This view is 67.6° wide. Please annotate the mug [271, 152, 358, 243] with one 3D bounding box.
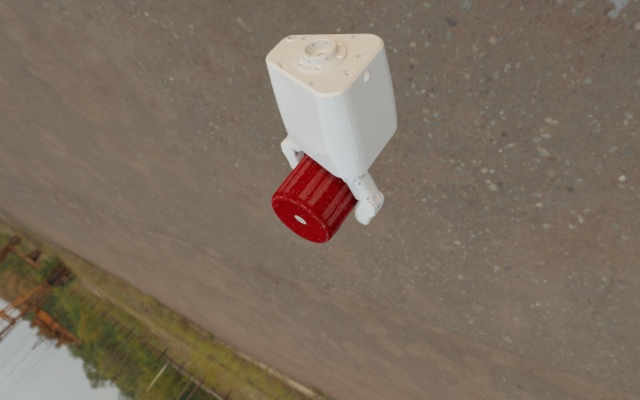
[{"bbox_3d":[0.000,0.003,0.559,0.093,0.081,0.117,22,-30,29],"label":"mug"}]
